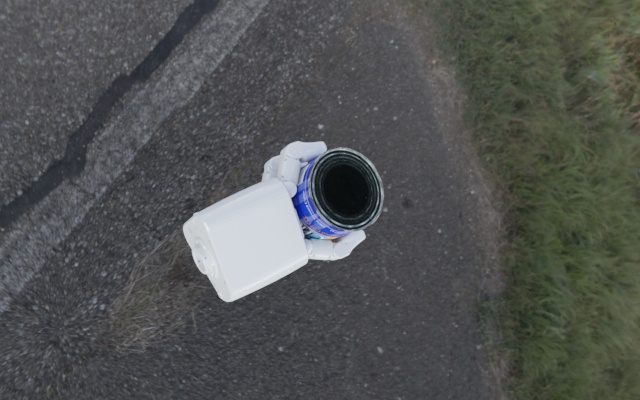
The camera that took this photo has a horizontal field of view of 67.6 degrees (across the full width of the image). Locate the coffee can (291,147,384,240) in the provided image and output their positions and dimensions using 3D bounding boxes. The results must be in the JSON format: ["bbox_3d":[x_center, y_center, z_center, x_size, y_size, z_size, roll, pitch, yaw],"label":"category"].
[{"bbox_3d":[0.000,0.002,0.617,0.103,0.102,0.140,0,-13,-28],"label":"coffee can"}]
